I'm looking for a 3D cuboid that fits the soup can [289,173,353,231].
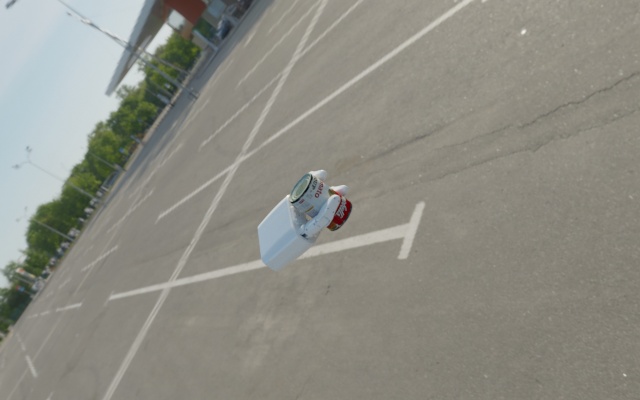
[{"bbox_3d":[0.000,0.003,0.897,0.102,0.068,0.068,35,-15,-22],"label":"soup can"}]
